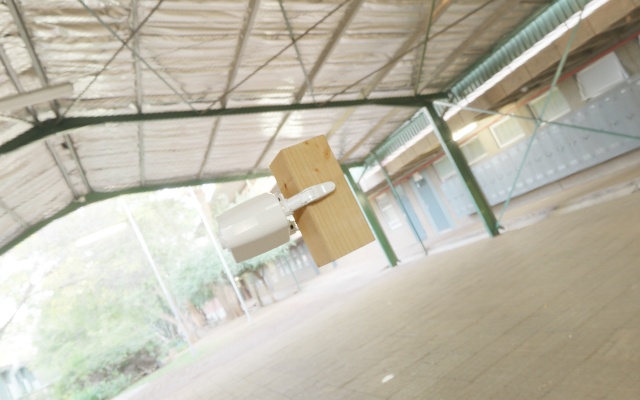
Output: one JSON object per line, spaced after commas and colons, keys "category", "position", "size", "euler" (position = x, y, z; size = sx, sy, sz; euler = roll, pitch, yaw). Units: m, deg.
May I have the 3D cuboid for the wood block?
{"category": "wood block", "position": [0.000, 0.003, 0.842], "size": [0.090, 0.206, 0.091], "euler": [-24, -6, -24]}
